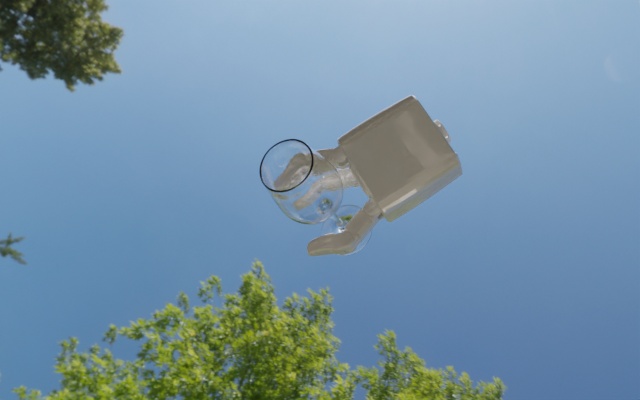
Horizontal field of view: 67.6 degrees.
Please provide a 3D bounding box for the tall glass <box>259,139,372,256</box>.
[{"bbox_3d":[0.000,0.002,0.574,0.079,0.079,0.201,0,-23,23],"label":"tall glass"}]
